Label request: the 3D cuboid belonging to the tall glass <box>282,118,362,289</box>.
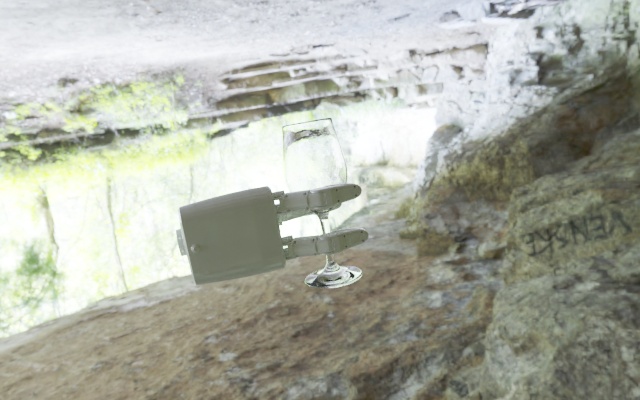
[{"bbox_3d":[0.000,0.003,0.593,0.079,0.201,0.079,-9,10,2],"label":"tall glass"}]
